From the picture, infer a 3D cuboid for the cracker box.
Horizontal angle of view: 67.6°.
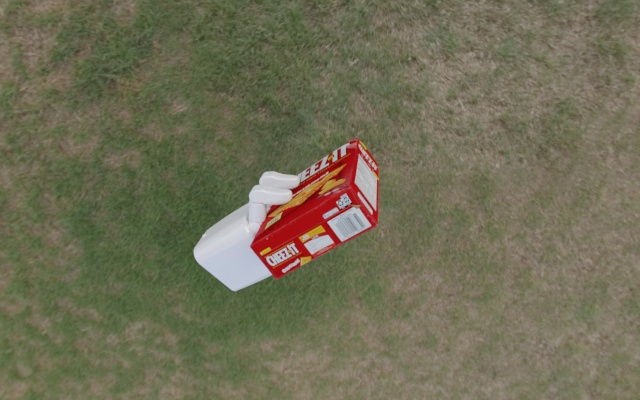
[{"bbox_3d":[0.000,0.003,0.705,0.164,0.072,0.213,-31,17,19],"label":"cracker box"}]
